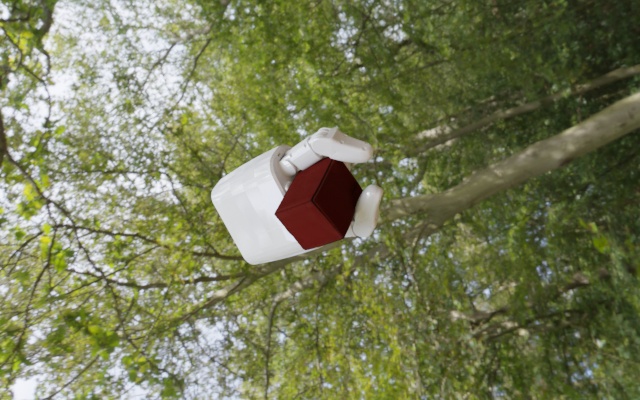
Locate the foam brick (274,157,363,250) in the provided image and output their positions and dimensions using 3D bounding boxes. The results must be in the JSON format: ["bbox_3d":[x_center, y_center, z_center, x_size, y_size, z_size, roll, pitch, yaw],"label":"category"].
[{"bbox_3d":[0.000,0.002,0.474,0.051,0.053,0.078,-21,28,35],"label":"foam brick"}]
